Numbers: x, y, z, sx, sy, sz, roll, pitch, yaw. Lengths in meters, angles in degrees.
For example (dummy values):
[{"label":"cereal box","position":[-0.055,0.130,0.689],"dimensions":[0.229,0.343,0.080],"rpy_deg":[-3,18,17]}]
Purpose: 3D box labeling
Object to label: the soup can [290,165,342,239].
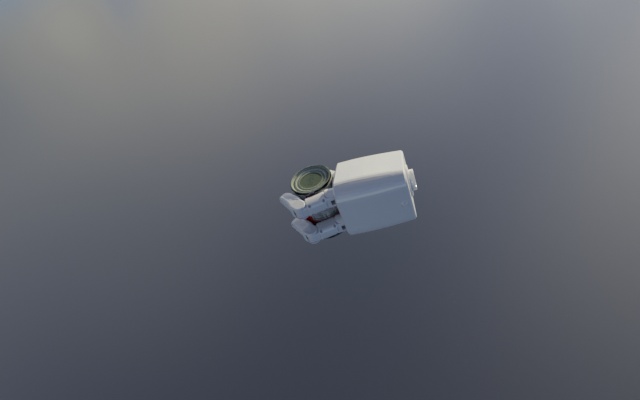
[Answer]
[{"label":"soup can","position":[0.000,0.002,0.757],"dimensions":[0.068,0.102,0.068],"rpy_deg":[-14,41,12]}]
